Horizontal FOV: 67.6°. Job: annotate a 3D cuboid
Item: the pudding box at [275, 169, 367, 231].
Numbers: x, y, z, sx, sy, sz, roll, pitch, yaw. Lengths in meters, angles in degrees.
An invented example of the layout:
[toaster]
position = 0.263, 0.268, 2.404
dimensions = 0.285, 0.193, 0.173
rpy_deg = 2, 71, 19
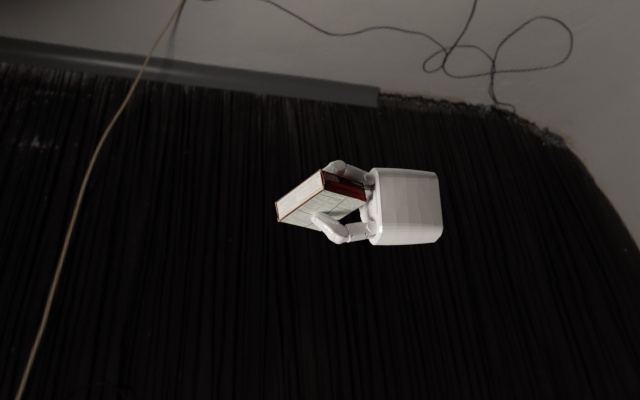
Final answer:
[pudding box]
position = 0.000, 0.003, 0.727
dimensions = 0.090, 0.039, 0.113
rpy_deg = 17, -39, -38
